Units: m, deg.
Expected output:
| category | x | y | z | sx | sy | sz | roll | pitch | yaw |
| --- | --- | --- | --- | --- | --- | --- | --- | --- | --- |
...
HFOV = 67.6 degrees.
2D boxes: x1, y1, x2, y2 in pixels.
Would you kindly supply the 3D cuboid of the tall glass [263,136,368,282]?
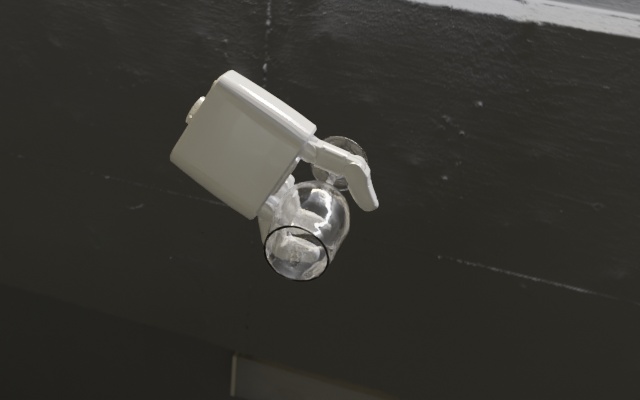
| category | x | y | z | sx | sy | sz | roll | pitch | yaw |
| --- | --- | --- | --- | --- | --- | --- | --- | --- | --- |
| tall glass | 0.000 | 0.001 | 0.515 | 0.079 | 0.079 | 0.201 | 0 | 29 | 15 |
